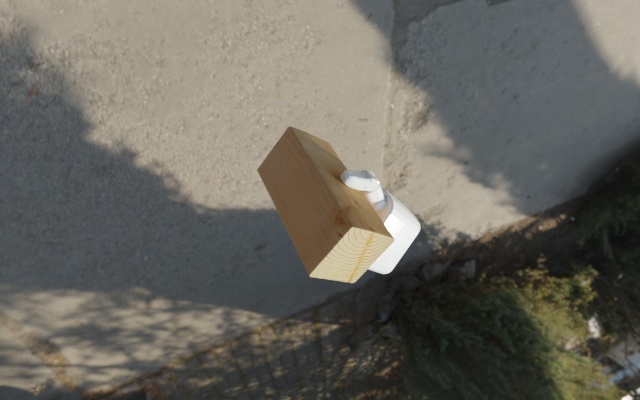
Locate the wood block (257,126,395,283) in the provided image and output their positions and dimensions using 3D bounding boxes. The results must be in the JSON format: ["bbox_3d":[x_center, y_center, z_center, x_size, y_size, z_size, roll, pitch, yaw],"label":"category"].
[{"bbox_3d":[0.001,0.002,0.663,0.090,0.091,0.206,17,31,-43],"label":"wood block"}]
